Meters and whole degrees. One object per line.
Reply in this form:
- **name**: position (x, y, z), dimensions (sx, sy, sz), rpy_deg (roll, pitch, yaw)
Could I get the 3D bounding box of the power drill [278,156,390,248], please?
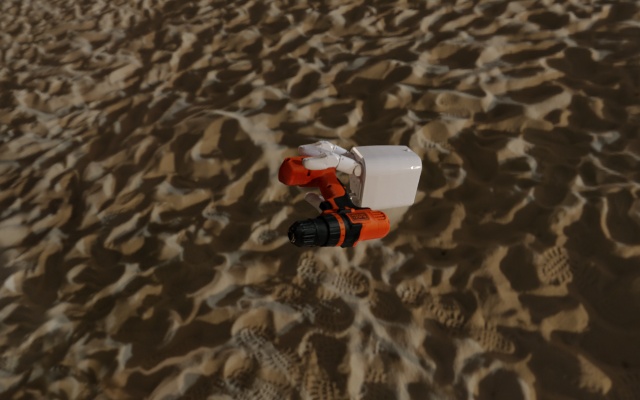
- **power drill**: position (0.000, 0.002, 0.791), dimensions (0.184, 0.057, 0.187), rpy_deg (-3, 43, -35)
